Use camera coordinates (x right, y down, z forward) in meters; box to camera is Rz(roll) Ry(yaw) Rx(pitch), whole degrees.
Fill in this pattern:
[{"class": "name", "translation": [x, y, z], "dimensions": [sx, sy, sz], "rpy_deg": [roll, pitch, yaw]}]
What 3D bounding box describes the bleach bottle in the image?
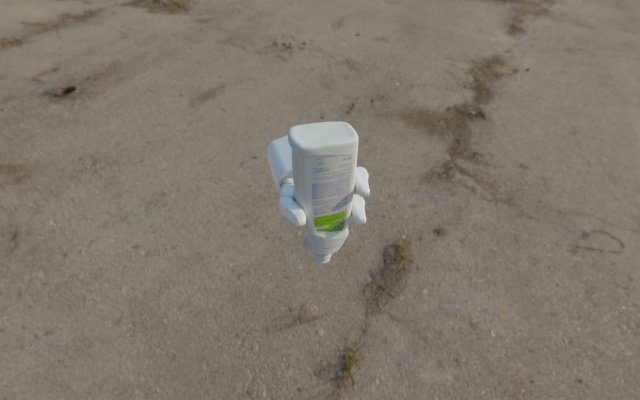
[{"class": "bleach bottle", "translation": [0.000, 0.002, 0.753], "dimensions": [0.102, 0.251, 0.068], "rpy_deg": [-9, 40, -15]}]
